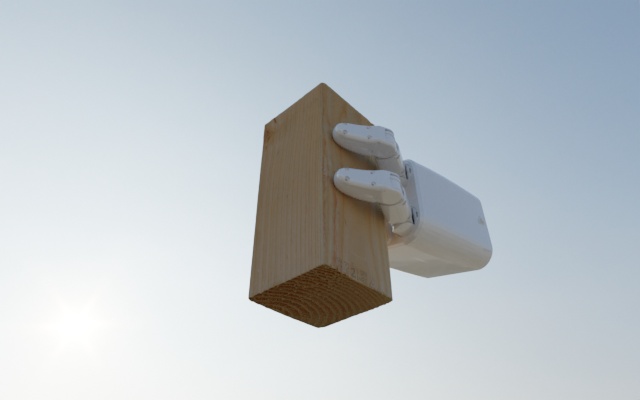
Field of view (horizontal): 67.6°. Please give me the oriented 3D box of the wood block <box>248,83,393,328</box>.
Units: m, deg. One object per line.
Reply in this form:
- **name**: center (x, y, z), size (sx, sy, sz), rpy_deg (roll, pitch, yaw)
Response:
- **wood block**: center (0.000, 0.002, 0.459), size (0.091, 0.206, 0.090), rpy_deg (-30, -47, 33)
